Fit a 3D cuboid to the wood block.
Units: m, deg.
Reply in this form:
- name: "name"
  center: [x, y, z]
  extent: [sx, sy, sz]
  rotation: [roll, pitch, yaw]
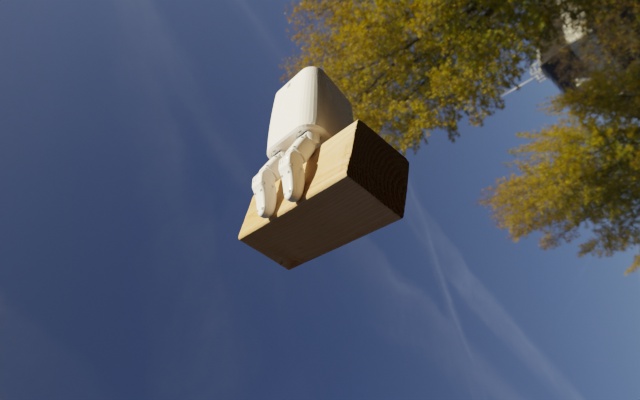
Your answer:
- name: "wood block"
  center: [0.000, 0.002, 0.595]
  extent: [0.091, 0.090, 0.206]
  rotation: [35, -42, -25]
